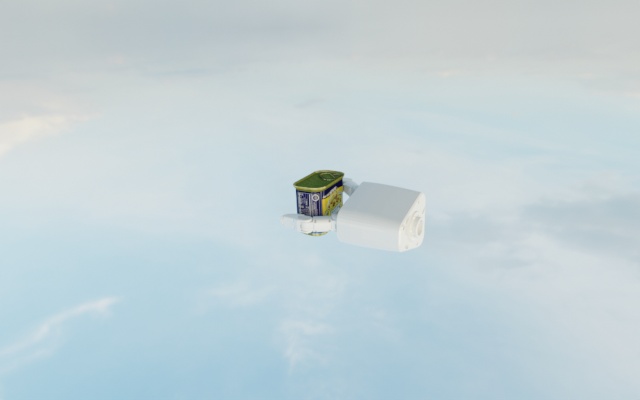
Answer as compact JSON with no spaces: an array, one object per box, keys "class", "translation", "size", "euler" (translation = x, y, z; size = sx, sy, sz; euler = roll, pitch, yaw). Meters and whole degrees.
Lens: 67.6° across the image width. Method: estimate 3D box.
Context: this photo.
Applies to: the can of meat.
[{"class":"can of meat","translation":[0.000,0.003,0.800],"size":[0.057,0.084,0.102],"euler":[8,22,27]}]
